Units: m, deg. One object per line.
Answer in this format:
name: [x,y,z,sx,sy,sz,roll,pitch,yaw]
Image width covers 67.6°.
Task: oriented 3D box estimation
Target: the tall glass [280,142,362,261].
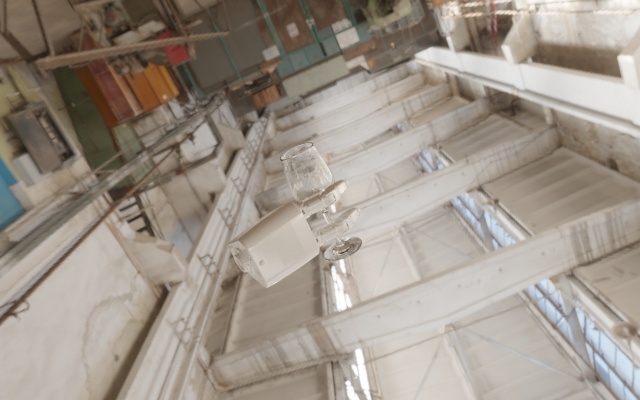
tall glass: [0.000,0.003,0.822,0.079,0.201,0.079,-22,20,8]
